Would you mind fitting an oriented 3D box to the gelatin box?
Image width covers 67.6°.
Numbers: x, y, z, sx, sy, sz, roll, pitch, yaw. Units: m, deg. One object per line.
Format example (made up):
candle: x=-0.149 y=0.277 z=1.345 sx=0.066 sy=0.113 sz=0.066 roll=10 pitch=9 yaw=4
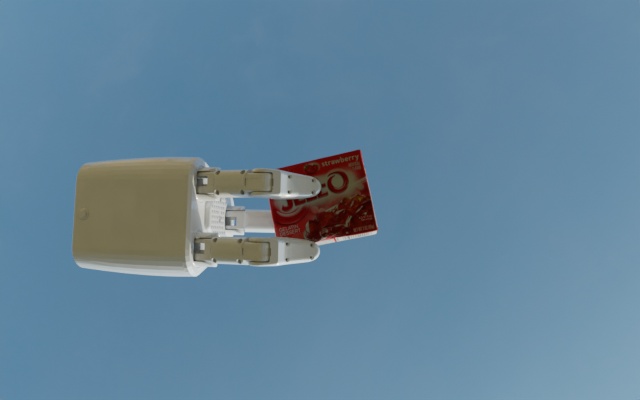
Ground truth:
gelatin box: x=0.000 y=0.001 z=0.422 sx=0.089 sy=0.073 sz=0.030 roll=-12 pitch=-10 yaw=4
